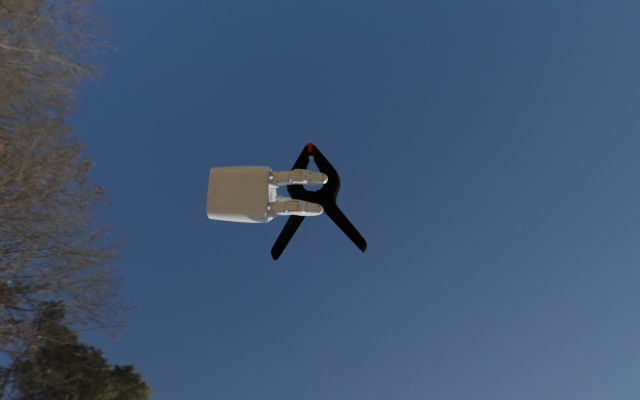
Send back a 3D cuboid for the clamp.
[{"bbox_3d":[0.000,0.002,0.839,0.164,0.210,0.036,2,-13,1],"label":"clamp"}]
